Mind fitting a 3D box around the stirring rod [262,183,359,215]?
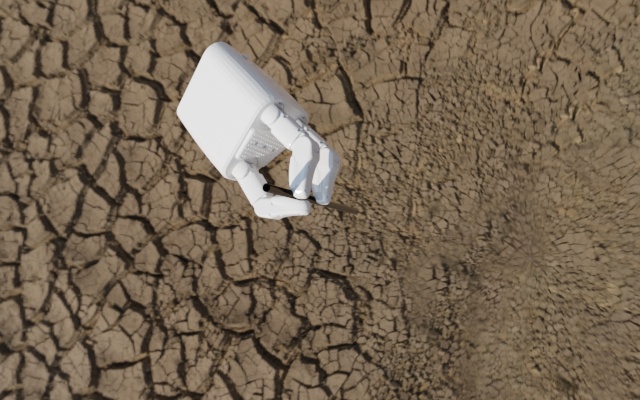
[{"bbox_3d":[0.000,0.002,0.531,0.011,0.011,0.239,0,-6,24],"label":"stirring rod"}]
